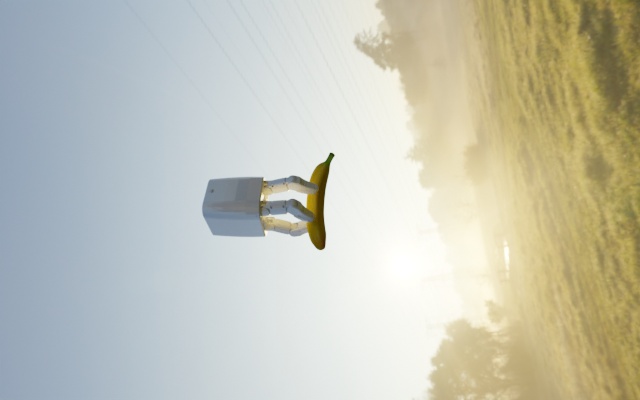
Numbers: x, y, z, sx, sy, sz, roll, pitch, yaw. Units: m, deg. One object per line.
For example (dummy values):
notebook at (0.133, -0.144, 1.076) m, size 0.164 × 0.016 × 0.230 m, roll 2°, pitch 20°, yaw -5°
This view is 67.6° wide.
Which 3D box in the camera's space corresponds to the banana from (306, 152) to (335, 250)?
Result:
banana at (-0.005, 0.006, 0.911) m, size 0.037 × 0.197 × 0.070 m, roll 11°, pitch -23°, yaw -14°
